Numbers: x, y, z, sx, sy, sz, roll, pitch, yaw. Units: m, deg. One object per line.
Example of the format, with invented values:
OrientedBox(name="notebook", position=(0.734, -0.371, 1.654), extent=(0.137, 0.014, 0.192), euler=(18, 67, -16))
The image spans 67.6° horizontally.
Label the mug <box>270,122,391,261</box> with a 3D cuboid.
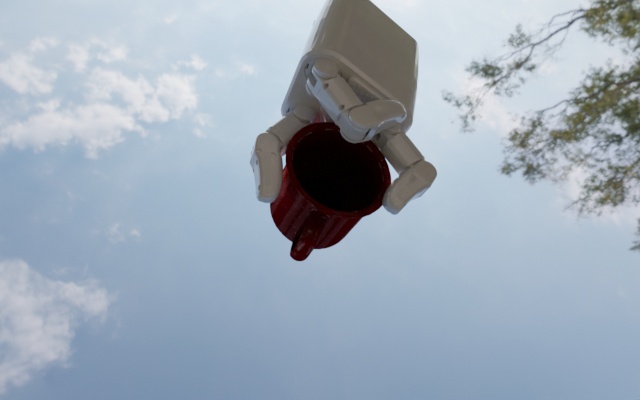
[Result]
OrientedBox(name="mug", position=(0.000, 0.003, 0.415), extent=(0.093, 0.117, 0.081), euler=(23, -35, -8))
